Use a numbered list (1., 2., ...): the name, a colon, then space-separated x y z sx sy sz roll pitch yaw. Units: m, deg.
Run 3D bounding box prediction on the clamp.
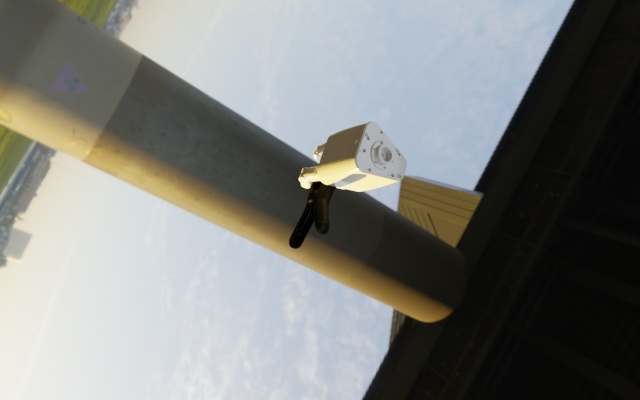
1. clamp: 0.001 0.003 0.854 0.039 0.171 0.120 28 -21 -26
